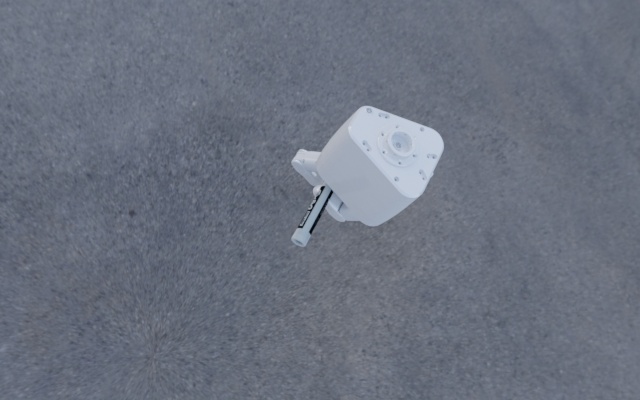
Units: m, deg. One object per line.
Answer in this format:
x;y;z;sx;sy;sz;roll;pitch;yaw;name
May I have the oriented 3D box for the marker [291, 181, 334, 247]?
0.000;0.002;0.588;0.020;0.121;0.020;24;-25;12;marker
